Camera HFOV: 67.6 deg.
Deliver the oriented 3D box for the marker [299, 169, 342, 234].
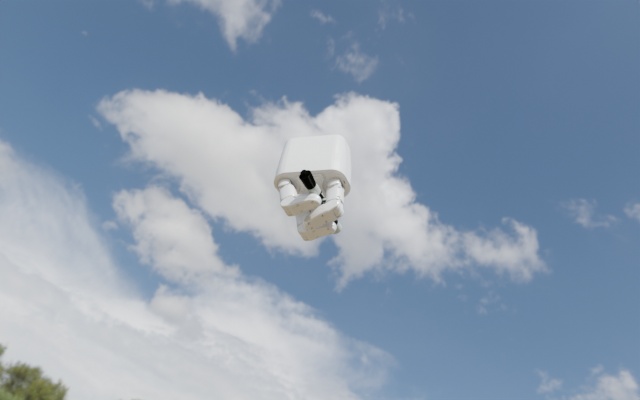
[{"bbox_3d":[0.000,0.002,0.697,0.020,0.121,0.020,-19,37,15],"label":"marker"}]
